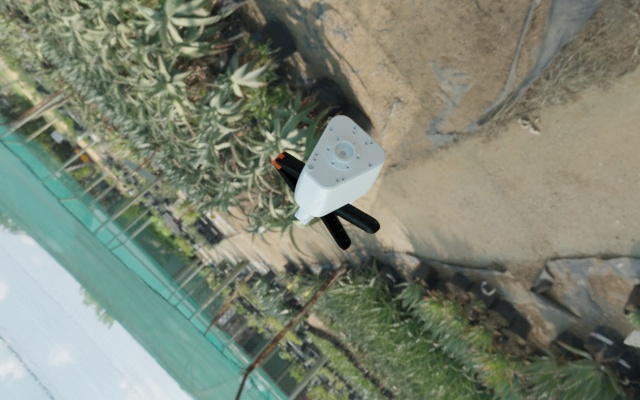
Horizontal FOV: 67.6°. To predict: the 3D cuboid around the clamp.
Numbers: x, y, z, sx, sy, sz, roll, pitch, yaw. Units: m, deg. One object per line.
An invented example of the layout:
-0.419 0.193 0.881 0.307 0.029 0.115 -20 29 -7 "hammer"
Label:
-0.001 0.003 0.817 0.036 0.210 0.165 -45 -8 -22 "clamp"
